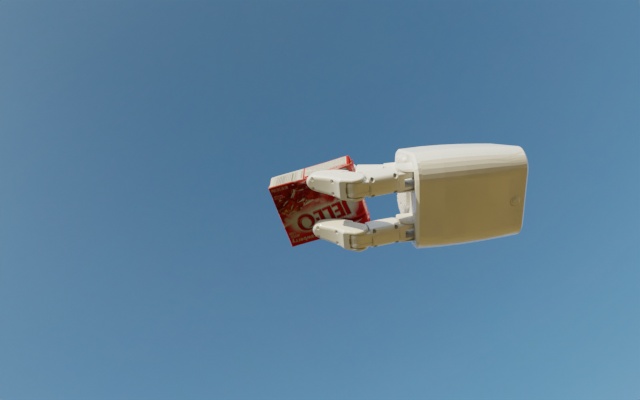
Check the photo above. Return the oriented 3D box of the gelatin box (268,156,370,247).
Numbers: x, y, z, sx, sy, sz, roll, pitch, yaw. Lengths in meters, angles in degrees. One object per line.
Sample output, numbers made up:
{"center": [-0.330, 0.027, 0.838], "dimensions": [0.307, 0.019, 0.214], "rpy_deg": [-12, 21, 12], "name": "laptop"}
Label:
{"center": [0.000, 0.002, 0.497], "dimensions": [0.089, 0.073, 0.030], "rpy_deg": [-16, 25, 10], "name": "gelatin box"}
